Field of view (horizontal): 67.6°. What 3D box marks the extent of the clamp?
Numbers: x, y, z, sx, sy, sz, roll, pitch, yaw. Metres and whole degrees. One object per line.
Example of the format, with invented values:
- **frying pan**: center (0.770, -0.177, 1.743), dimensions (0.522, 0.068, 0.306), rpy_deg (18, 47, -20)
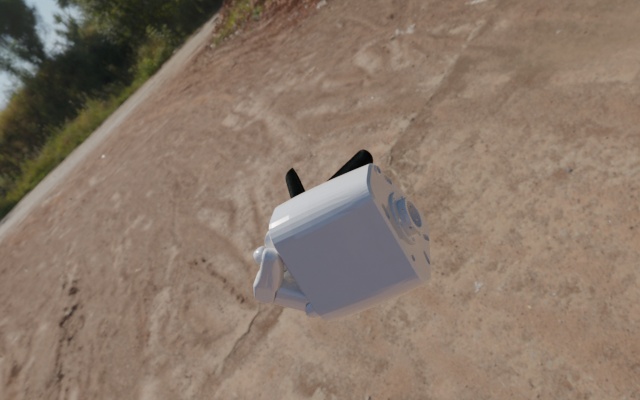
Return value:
- **clamp**: center (0.000, 0.001, 0.542), dimensions (0.120, 0.039, 0.171), rpy_deg (-23, 34, 26)
